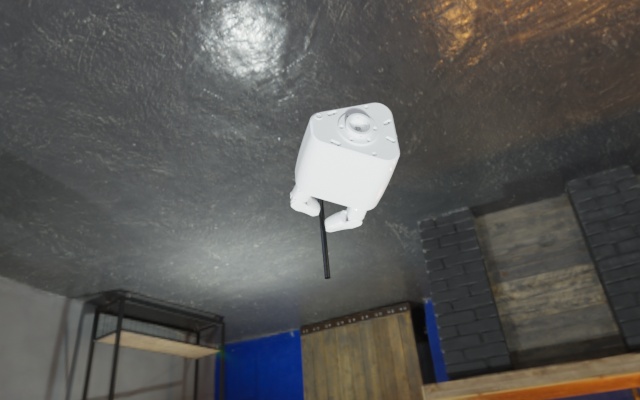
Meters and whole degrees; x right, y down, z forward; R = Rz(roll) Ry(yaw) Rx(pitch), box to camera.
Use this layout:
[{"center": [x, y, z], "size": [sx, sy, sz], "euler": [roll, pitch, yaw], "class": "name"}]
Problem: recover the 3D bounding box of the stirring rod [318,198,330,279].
[{"center": [0.000, 0.002, 0.709], "size": [0.011, 0.239, 0.011], "euler": [-4, -31, -2], "class": "stirring rod"}]
